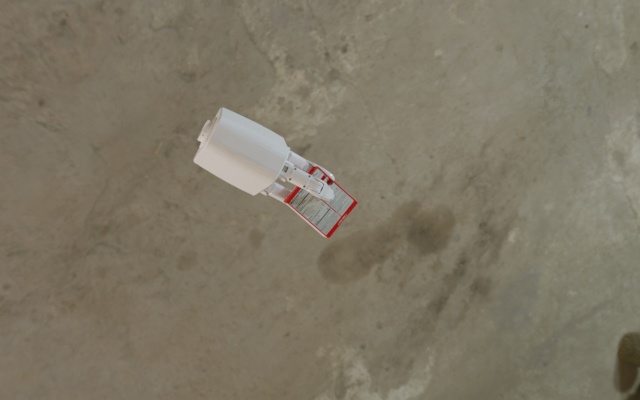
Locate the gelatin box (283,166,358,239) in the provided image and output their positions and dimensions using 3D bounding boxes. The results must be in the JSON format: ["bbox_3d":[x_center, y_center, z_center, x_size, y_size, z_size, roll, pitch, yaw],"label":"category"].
[{"bbox_3d":[0.000,0.003,0.726,0.089,0.073,0.030,41,-8,-13],"label":"gelatin box"}]
